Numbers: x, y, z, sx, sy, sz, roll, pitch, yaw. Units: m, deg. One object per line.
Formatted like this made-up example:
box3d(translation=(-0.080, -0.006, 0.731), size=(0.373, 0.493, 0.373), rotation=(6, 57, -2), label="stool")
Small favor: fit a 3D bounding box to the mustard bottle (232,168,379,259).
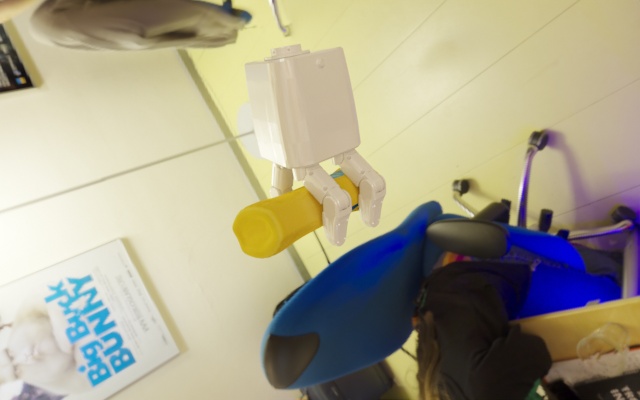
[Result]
box3d(translation=(0.000, 0.002, 0.544), size=(0.191, 0.058, 0.096), rotation=(-25, 0, -37), label="mustard bottle")
